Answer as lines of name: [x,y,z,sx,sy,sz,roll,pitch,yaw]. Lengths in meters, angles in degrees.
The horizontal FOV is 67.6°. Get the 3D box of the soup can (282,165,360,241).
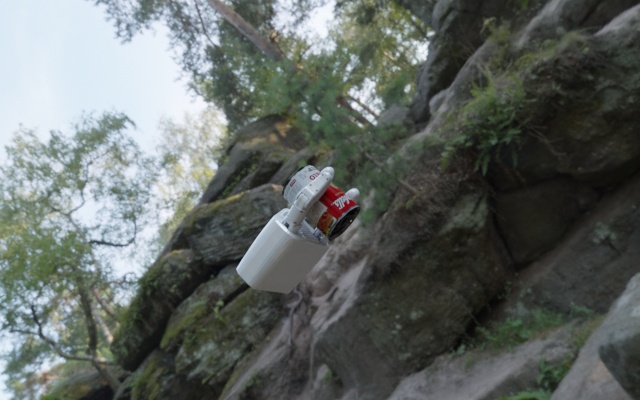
soup can: [0.000,0.002,0.720,0.102,0.068,0.068,42,16,18]
